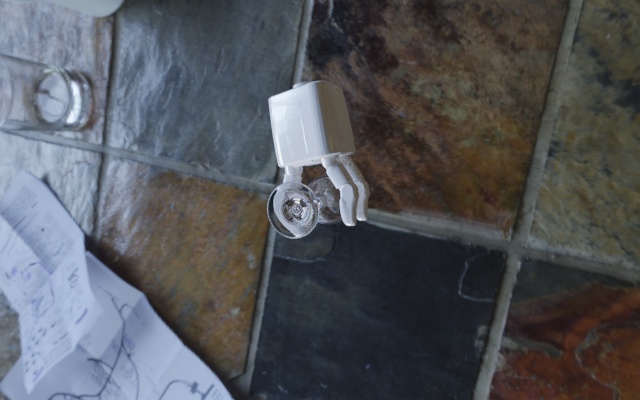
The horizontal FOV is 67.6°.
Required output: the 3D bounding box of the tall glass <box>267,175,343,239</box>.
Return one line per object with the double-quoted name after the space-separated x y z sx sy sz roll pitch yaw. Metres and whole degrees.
0.000 0.003 0.705 0.079 0.079 0.201 0 5 21 "tall glass"
